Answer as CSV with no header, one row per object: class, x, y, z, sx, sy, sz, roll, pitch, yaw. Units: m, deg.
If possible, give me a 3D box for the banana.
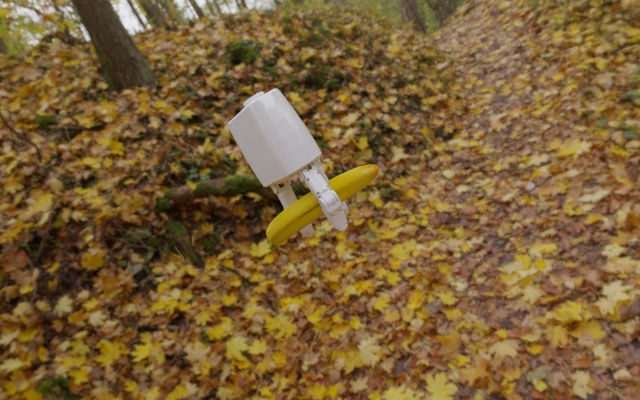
banana,-0.006,0.005,0.666,0.198,0.037,0.069,-34,-2,9
